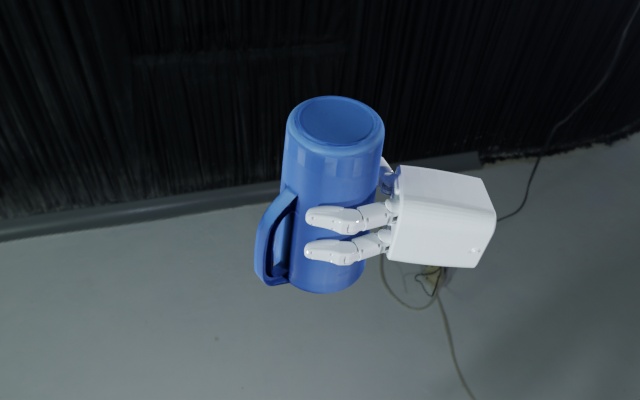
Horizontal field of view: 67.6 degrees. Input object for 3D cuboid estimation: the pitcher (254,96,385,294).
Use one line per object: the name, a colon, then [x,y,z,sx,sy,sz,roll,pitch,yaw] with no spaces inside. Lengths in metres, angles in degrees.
pitcher: [0.000,0.002,0.594,0.145,0.149,0.243,8,-45,1]
